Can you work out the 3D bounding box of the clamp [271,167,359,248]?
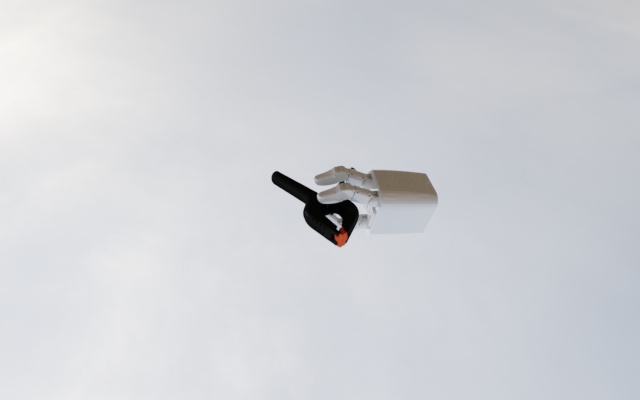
[{"bbox_3d":[0.000,0.004,0.825,0.164,0.036,0.209,-1,36,-8],"label":"clamp"}]
